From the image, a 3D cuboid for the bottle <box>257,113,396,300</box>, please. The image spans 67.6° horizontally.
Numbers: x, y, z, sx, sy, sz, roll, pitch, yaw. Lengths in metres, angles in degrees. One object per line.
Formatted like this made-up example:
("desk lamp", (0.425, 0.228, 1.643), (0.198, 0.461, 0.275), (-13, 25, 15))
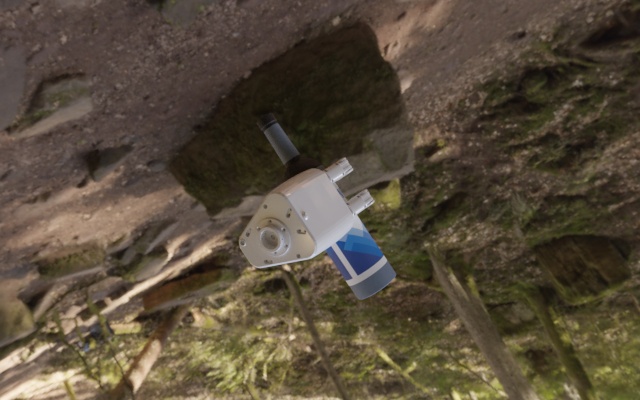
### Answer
("bottle", (0.000, 0.002, 0.692), (0.069, 0.295, 0.069), (-34, 0, 0))
